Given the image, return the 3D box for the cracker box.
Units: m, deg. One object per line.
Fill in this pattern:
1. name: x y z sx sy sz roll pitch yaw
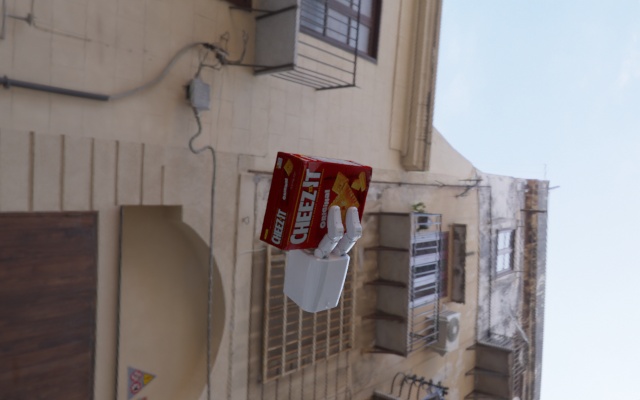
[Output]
1. cracker box: 0.000 0.003 0.896 0.072 0.164 0.214 20 12 38
